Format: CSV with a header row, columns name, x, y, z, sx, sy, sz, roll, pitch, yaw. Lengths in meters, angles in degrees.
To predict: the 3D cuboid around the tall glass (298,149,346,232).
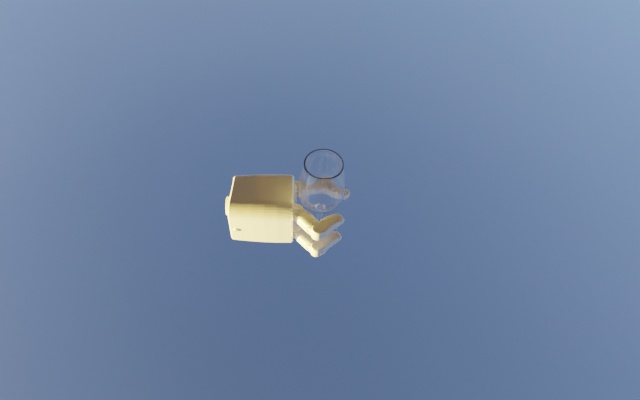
name,x,y,z,sx,sy,sz,roll,pitch,yaw
tall glass,0.000,0.003,0.806,0.079,0.079,0.201,0,-36,-4
